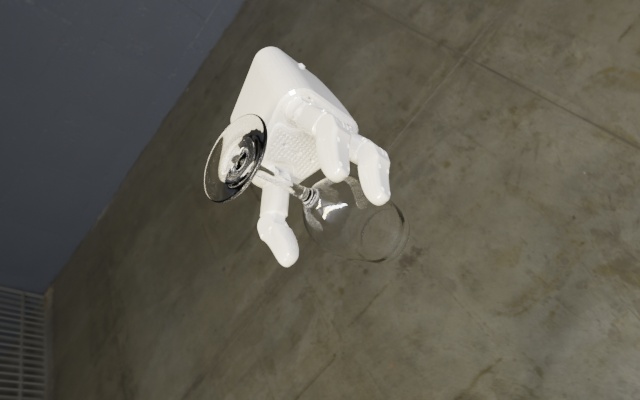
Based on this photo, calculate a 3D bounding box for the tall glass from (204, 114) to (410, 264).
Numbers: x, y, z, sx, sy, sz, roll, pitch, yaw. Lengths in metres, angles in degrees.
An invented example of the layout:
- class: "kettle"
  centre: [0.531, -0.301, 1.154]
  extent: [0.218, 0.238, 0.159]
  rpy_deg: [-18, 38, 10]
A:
- class: "tall glass"
  centre: [0.000, 0.001, 0.429]
  extent: [0.079, 0.079, 0.201]
  rpy_deg: [0, -21, 46]
